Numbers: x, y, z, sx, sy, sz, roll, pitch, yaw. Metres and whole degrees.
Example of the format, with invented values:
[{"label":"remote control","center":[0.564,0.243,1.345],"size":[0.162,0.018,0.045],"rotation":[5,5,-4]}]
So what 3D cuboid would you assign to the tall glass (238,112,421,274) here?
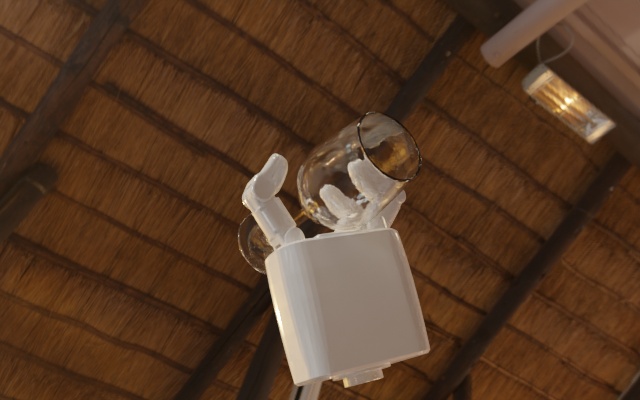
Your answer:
[{"label":"tall glass","center":[0.000,0.002,0.432],"size":[0.079,0.079,0.201],"rotation":[0,-26,-36]}]
